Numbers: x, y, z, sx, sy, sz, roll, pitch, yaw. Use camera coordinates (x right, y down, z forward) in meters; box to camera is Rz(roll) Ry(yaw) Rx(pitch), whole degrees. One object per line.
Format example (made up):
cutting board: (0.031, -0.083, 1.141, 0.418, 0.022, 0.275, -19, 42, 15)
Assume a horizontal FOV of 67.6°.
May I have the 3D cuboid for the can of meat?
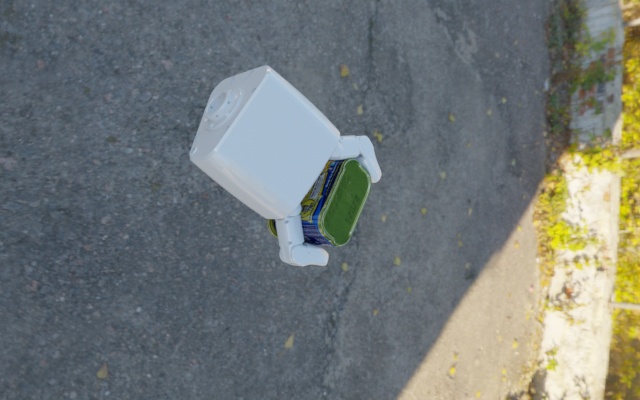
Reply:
can of meat: (0.000, 0.002, 0.537, 0.084, 0.102, 0.057, -1, -34, 45)
